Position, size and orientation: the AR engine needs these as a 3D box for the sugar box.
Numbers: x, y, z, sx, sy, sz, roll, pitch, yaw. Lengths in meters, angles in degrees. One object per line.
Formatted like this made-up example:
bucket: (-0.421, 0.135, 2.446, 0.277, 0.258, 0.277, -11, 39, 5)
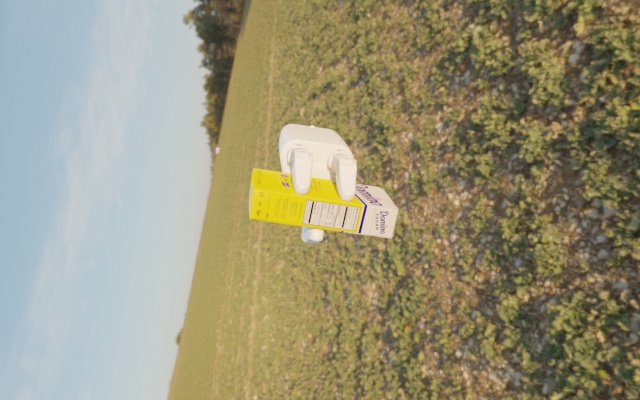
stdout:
sugar box: (0.000, 0.001, 0.598, 0.176, 0.048, 0.093, 6, 19, -10)
